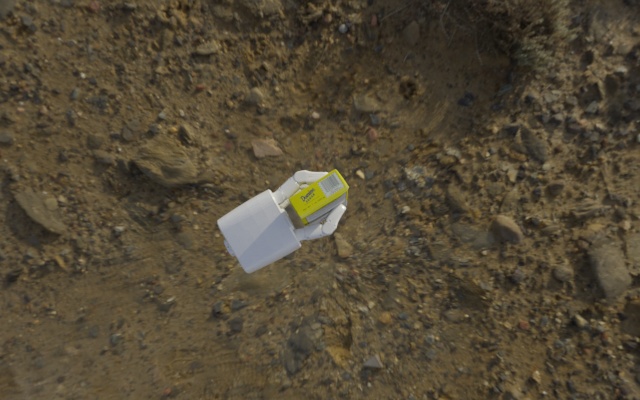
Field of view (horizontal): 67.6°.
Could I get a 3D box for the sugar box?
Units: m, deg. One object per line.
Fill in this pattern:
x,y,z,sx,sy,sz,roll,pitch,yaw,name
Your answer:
0.000,0.002,0.839,0.093,0.048,0.176,-32,-6,-4,sugar box
